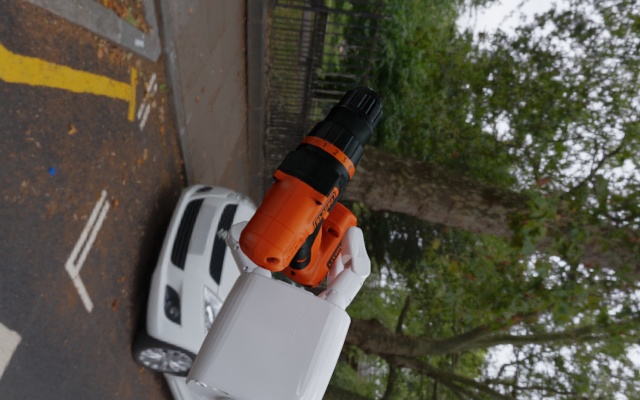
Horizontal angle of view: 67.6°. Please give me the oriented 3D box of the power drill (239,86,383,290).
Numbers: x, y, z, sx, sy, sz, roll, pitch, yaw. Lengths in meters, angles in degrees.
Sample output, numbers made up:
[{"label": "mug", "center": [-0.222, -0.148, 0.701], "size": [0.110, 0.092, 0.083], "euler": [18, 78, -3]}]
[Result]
[{"label": "power drill", "center": [0.000, 0.002, 0.466], "size": [0.057, 0.184, 0.188], "euler": [31, -18, 16]}]
